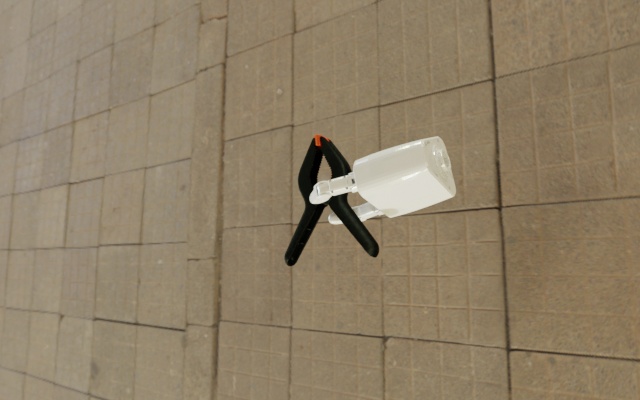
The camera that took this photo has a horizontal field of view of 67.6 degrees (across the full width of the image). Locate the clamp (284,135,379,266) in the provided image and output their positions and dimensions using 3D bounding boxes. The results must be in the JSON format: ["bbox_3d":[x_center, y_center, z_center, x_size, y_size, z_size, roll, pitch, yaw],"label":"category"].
[{"bbox_3d":[0.000,0.002,0.753,0.164,0.210,0.036,-18,-16,28],"label":"clamp"}]
